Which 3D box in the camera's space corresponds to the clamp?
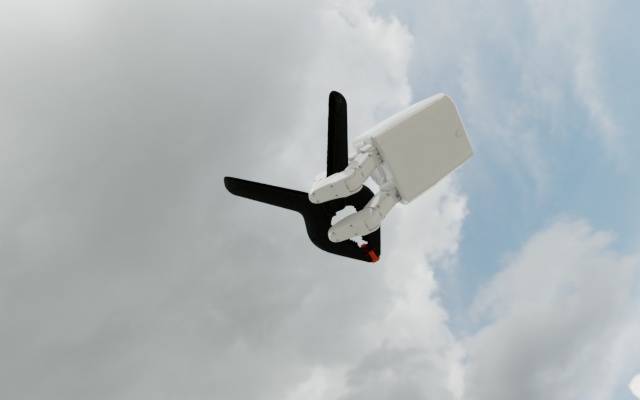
[{"bbox_3d":[0.000,0.002,0.563,0.164,0.210,0.036,-33,24,-5],"label":"clamp"}]
